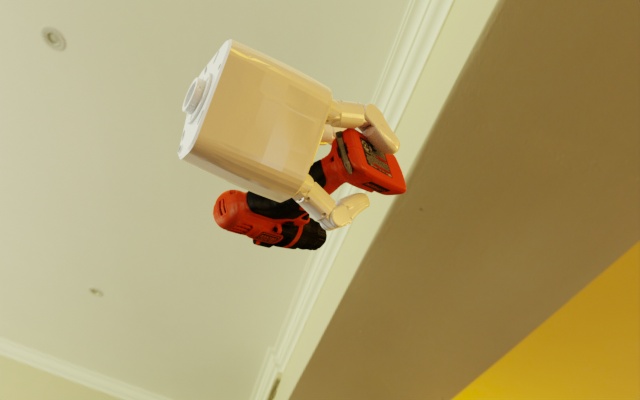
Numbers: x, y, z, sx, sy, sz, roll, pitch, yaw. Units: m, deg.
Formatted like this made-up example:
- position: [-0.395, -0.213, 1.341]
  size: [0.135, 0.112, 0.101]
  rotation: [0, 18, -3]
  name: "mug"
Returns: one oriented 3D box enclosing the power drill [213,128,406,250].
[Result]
- position: [0.000, 0.001, 0.552]
  size: [0.188, 0.057, 0.184]
  rotation: [-30, -28, 27]
  name: "power drill"
